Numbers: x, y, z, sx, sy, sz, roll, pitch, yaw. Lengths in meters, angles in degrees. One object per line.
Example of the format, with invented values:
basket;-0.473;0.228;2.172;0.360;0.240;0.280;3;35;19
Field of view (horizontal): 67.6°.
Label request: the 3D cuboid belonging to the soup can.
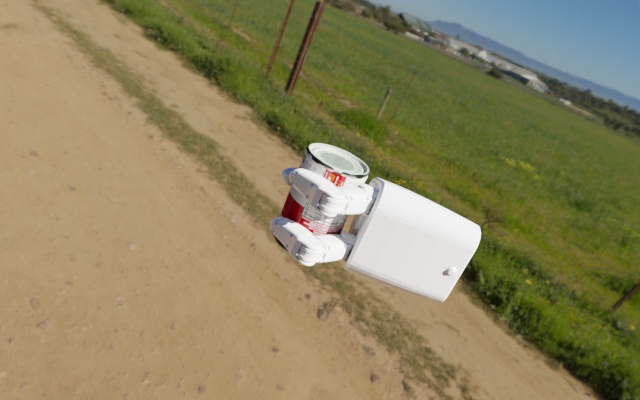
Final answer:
soup can;0.000;0.001;0.487;0.068;0.102;0.068;19;24;-9
